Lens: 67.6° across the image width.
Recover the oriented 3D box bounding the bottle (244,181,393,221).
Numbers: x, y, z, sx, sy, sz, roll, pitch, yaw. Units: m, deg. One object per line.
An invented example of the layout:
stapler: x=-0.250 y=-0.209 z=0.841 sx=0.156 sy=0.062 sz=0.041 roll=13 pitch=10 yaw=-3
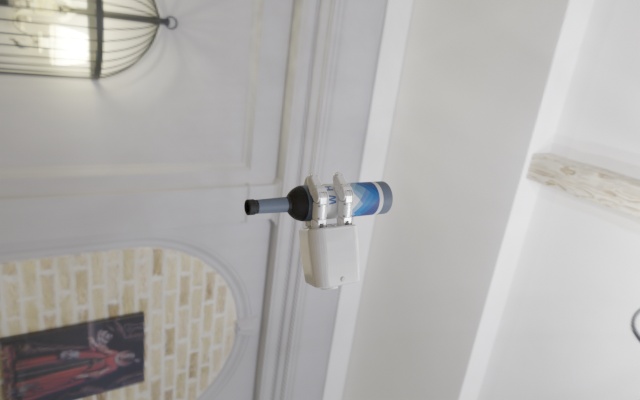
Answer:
bottle: x=0.000 y=0.003 z=0.890 sx=0.296 sy=0.069 sz=0.069 roll=-4 pitch=2 yaw=-31
